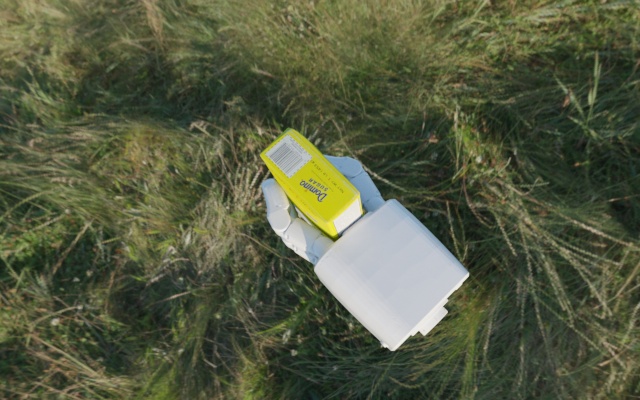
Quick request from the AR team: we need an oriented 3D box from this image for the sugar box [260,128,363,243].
[{"bbox_3d":[0.000,0.002,0.495,0.048,0.093,0.176,-41,-18,-8],"label":"sugar box"}]
